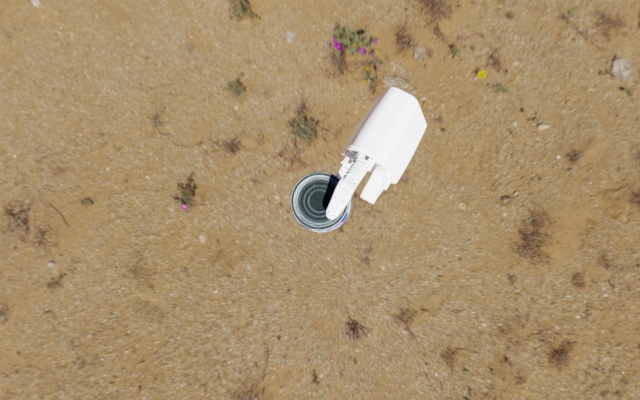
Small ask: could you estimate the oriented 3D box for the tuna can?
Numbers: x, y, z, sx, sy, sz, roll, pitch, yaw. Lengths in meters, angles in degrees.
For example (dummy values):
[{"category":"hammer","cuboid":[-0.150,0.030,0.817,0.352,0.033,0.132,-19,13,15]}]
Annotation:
[{"category":"tuna can","cuboid":[0.000,0.002,0.681,0.086,0.086,0.034,0,-5,6]}]
